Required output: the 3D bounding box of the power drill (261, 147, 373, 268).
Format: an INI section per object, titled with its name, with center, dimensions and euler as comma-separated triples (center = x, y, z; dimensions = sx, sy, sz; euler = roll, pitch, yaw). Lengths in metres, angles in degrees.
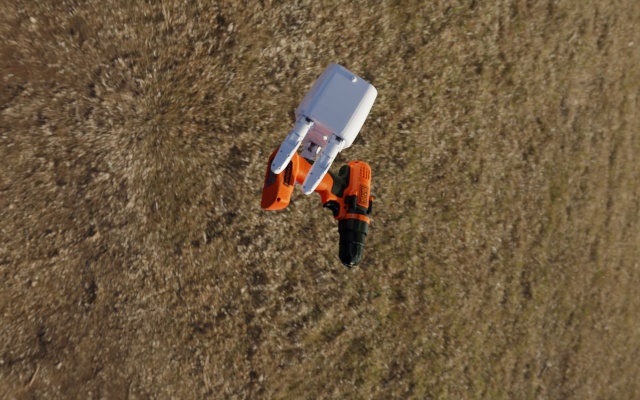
[power drill]
center = 0.000, 0.002, 0.766
dimensions = 0.188, 0.184, 0.057
euler = 20, -26, -30
